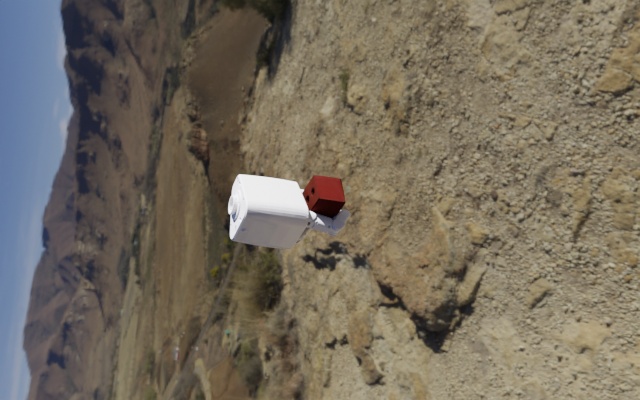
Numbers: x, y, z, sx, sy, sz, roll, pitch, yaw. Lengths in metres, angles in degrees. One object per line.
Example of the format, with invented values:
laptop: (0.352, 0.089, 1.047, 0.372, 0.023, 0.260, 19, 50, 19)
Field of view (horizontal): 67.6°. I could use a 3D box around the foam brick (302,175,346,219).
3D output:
foam brick: (0.000, 0.002, 0.809, 0.051, 0.053, 0.078, 9, -42, -25)
